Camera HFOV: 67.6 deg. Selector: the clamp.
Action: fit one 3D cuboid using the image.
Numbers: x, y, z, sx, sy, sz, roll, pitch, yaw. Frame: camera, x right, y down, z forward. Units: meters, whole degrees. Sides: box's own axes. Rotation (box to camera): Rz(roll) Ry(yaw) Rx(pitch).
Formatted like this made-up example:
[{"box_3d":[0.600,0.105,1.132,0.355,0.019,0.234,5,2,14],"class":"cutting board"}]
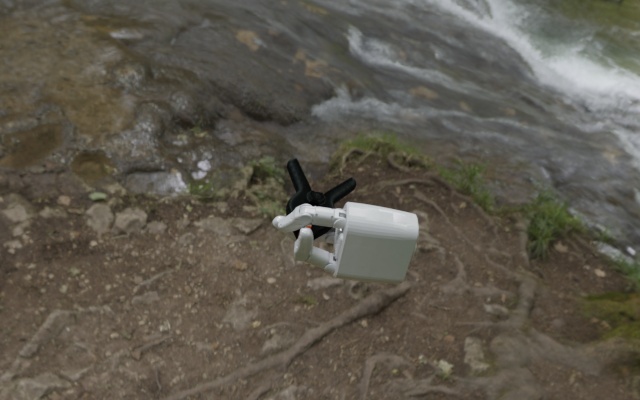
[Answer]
[{"box_3d":[0.000,0.002,0.757,0.120,0.171,0.039,8,-43,-6],"class":"clamp"}]
